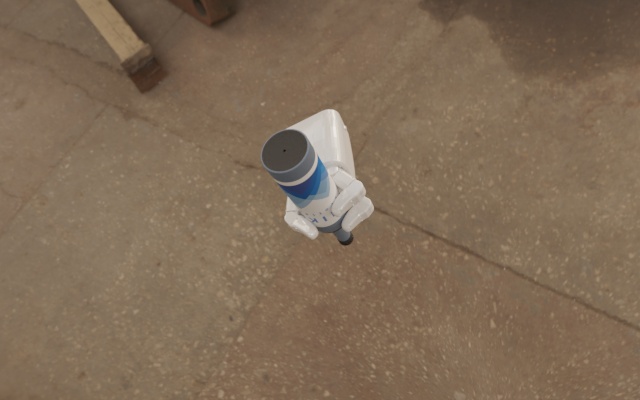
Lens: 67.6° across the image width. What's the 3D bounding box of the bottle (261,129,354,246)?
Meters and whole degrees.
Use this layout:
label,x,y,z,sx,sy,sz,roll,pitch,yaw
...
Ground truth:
label,x,y,z,sx,sy,sz,roll,pitch,yaw
bottle,0.000,0.002,0.725,0.069,0.069,0.296,0,-26,20
